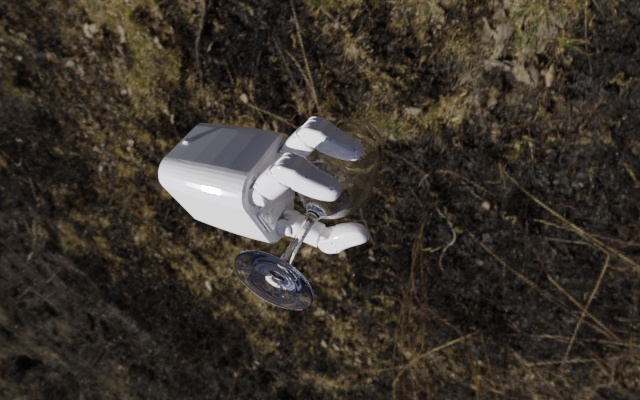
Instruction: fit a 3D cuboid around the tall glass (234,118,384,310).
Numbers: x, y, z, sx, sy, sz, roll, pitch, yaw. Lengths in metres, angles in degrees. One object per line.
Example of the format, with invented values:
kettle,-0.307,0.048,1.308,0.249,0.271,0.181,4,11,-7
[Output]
tall glass,0.000,0.002,0.458,0.079,0.079,0.201,0,42,33
